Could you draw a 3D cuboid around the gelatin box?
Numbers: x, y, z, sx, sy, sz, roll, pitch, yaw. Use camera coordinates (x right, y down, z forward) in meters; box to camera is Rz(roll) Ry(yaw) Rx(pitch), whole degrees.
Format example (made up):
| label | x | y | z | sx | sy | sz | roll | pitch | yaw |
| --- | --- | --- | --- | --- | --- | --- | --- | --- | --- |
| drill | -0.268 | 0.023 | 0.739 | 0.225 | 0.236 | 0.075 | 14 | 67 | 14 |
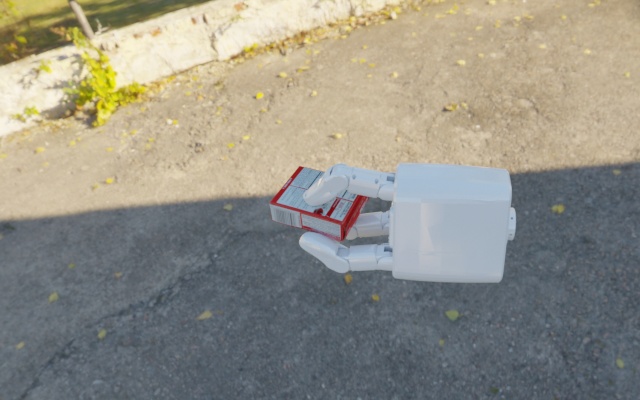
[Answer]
| label | x | y | z | sx | sy | sz | roll | pitch | yaw |
| --- | --- | --- | --- | --- | --- | --- | --- | --- | --- |
| gelatin box | 0.000 | 0.001 | 0.525 | 0.089 | 0.030 | 0.073 | 15 | 44 | 19 |
